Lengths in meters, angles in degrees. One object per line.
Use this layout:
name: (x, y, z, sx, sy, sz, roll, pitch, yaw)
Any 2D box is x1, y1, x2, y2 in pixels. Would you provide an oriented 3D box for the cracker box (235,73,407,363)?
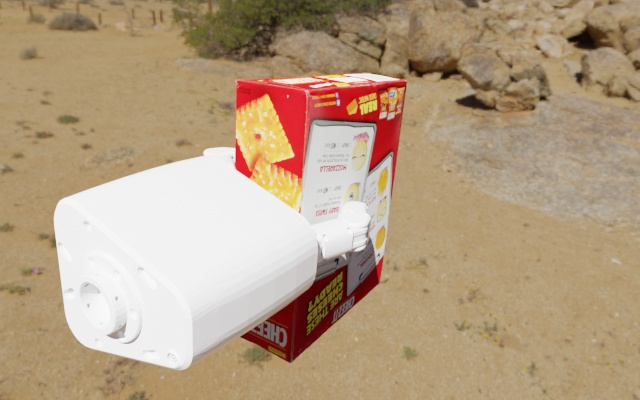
cracker box: (0.000, 0.001, 0.418, 0.072, 0.214, 0.164, 17, 23, 29)
